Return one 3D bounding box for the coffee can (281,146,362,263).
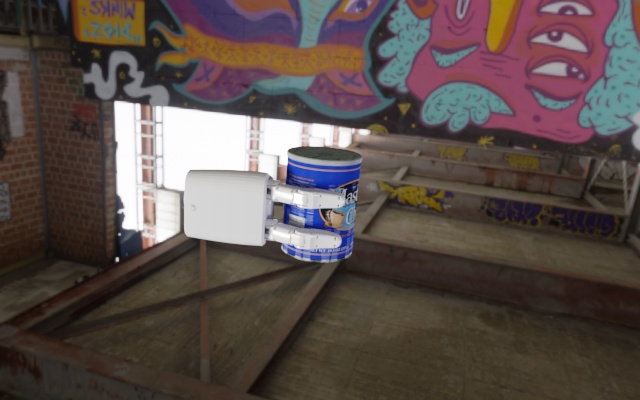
[{"bbox_3d":[0.000,0.002,0.666,0.103,0.140,0.102,4,16,-1],"label":"coffee can"}]
